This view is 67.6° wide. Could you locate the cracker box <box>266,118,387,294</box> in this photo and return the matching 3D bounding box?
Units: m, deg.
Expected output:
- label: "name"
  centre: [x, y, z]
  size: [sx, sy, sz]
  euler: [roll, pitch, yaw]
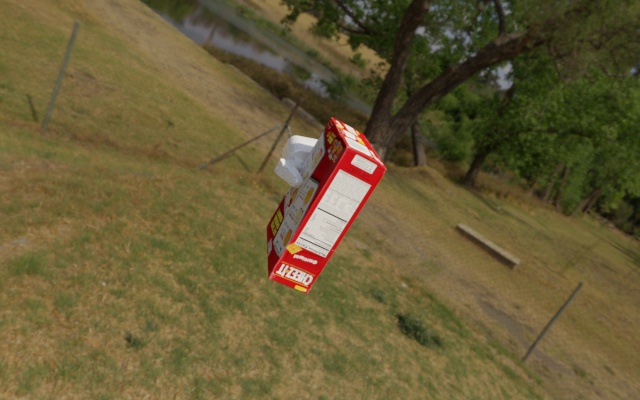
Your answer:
- label: "cracker box"
  centre: [0.000, 0.002, 0.696]
  size: [0.072, 0.214, 0.164]
  euler: [26, 17, -16]
